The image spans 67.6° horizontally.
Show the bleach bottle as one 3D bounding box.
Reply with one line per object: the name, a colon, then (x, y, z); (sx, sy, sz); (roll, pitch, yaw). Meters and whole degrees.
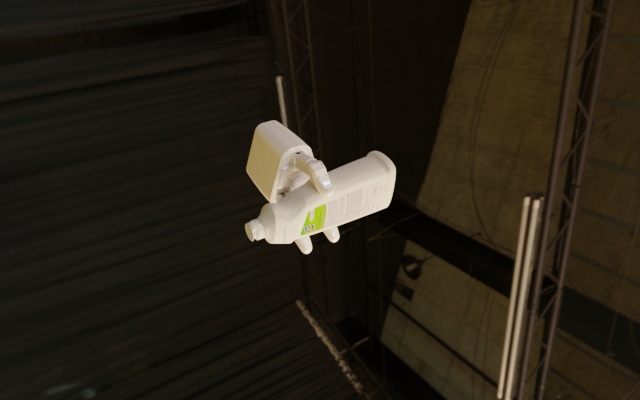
bleach bottle: (0.000, 0.003, 0.759); (0.251, 0.103, 0.068); (-20, 44, -26)
